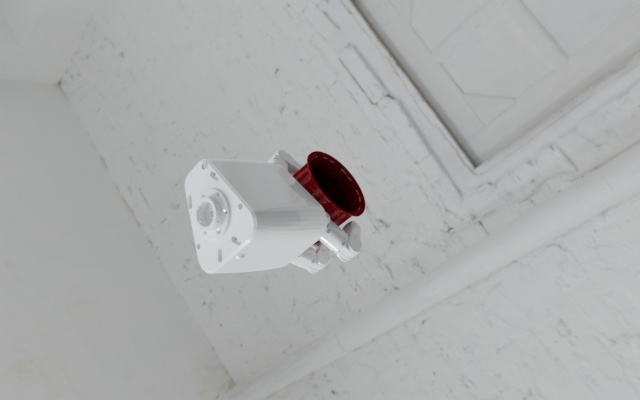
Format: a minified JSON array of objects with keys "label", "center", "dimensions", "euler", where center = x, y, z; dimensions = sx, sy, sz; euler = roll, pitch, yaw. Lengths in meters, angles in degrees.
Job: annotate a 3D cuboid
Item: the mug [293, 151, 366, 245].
[{"label":"mug","center":[0.001,0.002,0.584],"dimensions":[0.081,0.093,0.117],"euler":[-40,-23,29]}]
